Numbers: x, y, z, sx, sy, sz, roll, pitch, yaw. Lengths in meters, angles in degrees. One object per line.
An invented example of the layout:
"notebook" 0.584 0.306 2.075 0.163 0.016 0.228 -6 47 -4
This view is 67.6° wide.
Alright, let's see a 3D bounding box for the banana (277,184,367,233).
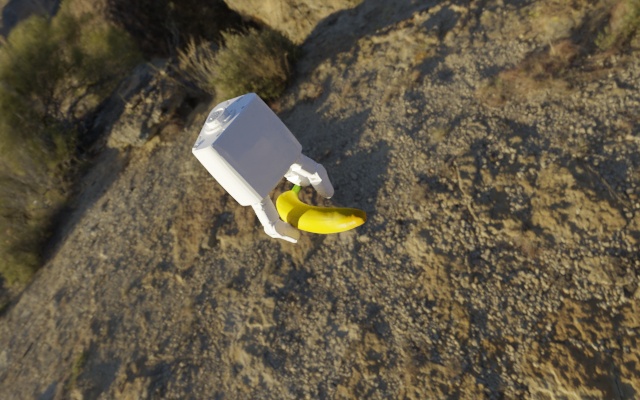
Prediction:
"banana" -0.014 0.014 0.698 0.197 0.069 0.037 25 -24 54
